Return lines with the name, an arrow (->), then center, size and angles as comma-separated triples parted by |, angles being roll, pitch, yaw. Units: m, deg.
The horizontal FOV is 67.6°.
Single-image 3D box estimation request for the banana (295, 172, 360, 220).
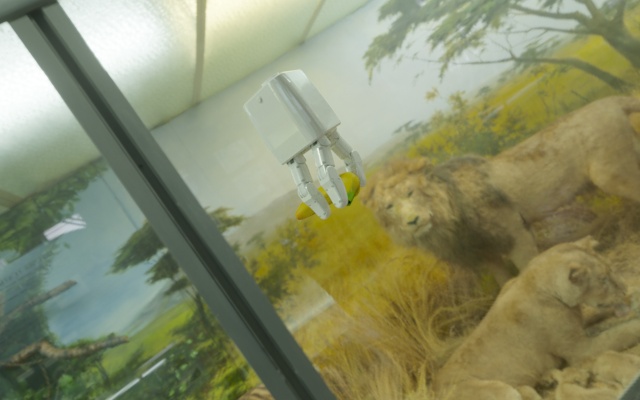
banana -> 0.014, -0.009, 0.763 | 0.069, 0.037, 0.198 | -41, 7, -24
